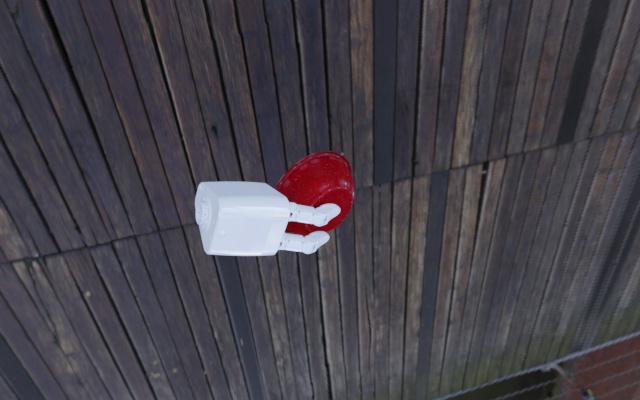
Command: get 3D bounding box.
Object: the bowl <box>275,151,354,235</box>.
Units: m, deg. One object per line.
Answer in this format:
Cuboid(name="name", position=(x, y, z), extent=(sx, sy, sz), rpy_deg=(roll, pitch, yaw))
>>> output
Cuboid(name="bowl", position=(0.001, 0.002, 0.778), extent=(0.162, 0.162, 0.055), rpy_deg=(0, 34, -42))
